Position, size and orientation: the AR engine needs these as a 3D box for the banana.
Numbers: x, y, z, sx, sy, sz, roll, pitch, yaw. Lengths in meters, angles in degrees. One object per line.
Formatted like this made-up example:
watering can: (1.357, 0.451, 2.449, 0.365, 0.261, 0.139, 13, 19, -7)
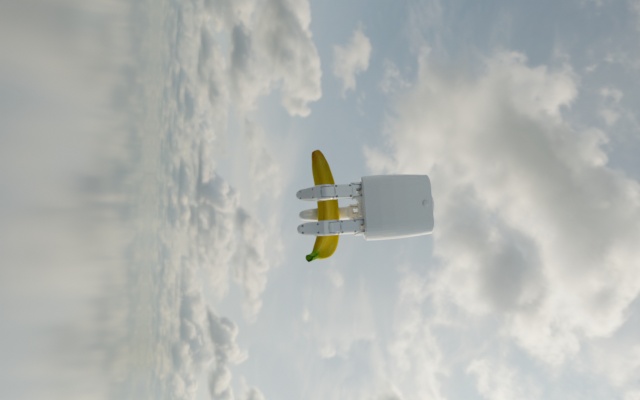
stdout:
banana: (0.007, 0.014, 0.771, 0.037, 0.197, 0.070, -10, -29, 19)
